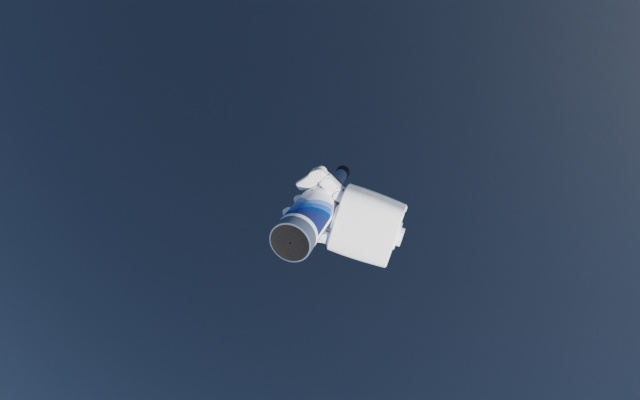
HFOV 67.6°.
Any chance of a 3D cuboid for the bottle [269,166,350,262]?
[{"bbox_3d":[0.000,0.003,0.830,0.069,0.069,0.295,0,24,20],"label":"bottle"}]
